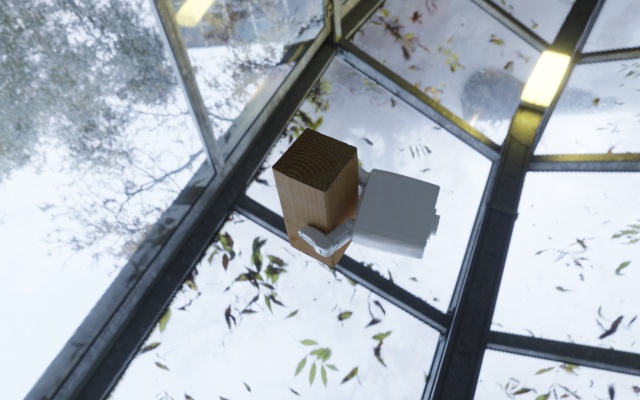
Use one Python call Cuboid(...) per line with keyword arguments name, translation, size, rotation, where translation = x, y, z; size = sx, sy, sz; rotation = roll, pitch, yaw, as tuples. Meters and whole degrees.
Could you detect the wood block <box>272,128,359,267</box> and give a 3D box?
Cuboid(name="wood block", translation=(0.000, 0.003, 0.733), size=(0.090, 0.090, 0.206), rotation=(25, -31, 22))
